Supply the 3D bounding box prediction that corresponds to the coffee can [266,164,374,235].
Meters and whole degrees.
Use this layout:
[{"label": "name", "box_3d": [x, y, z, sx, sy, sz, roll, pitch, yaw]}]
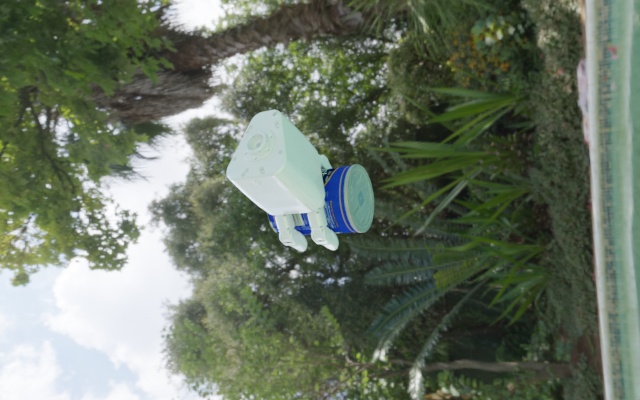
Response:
[{"label": "coffee can", "box_3d": [0.000, 0.002, 0.746, 0.140, 0.103, 0.103, -5, -2, 27]}]
